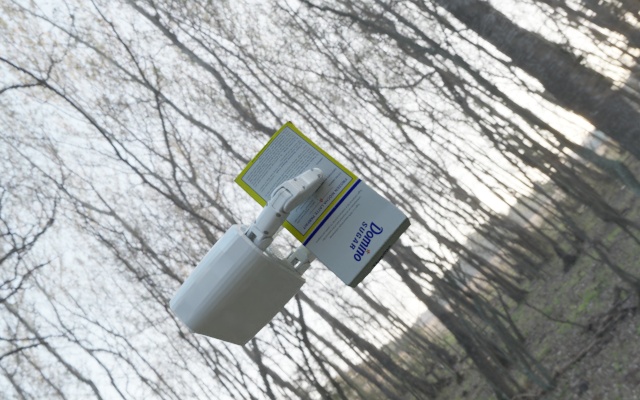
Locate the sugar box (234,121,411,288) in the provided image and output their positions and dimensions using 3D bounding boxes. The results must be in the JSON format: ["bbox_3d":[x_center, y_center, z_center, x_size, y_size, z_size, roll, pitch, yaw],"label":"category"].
[{"bbox_3d":[0.000,0.002,0.513,0.176,0.093,0.048,42,0,19],"label":"sugar box"}]
